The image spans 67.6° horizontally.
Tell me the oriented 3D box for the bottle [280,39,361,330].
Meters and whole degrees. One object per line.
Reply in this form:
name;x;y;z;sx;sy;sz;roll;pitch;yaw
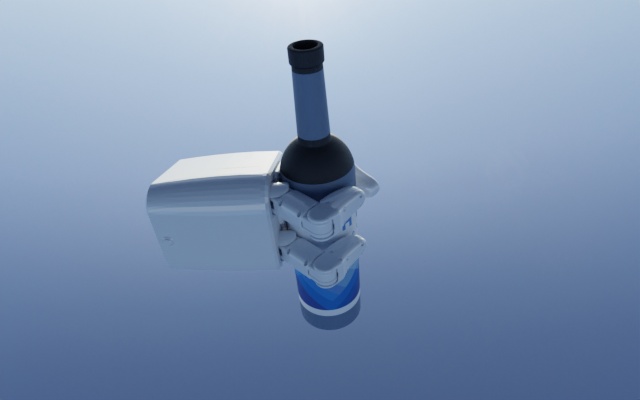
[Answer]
bottle;0.000;0.002;0.442;0.069;0.296;0.069;-4;38;3
